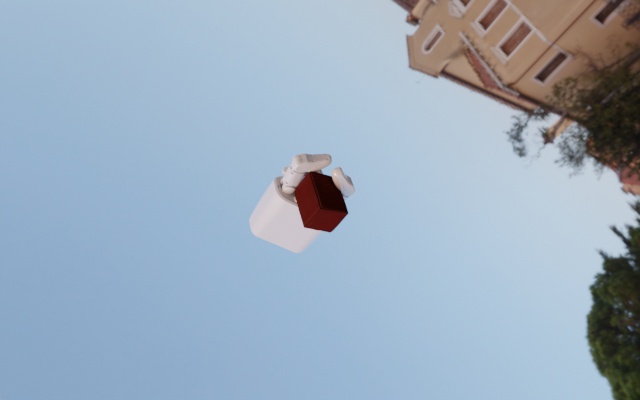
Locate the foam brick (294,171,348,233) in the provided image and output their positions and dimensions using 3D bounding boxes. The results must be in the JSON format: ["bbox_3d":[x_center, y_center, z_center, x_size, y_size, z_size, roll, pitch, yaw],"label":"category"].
[{"bbox_3d":[0.000,0.003,0.738,0.053,0.078,0.051,13,-48,-33],"label":"foam brick"}]
